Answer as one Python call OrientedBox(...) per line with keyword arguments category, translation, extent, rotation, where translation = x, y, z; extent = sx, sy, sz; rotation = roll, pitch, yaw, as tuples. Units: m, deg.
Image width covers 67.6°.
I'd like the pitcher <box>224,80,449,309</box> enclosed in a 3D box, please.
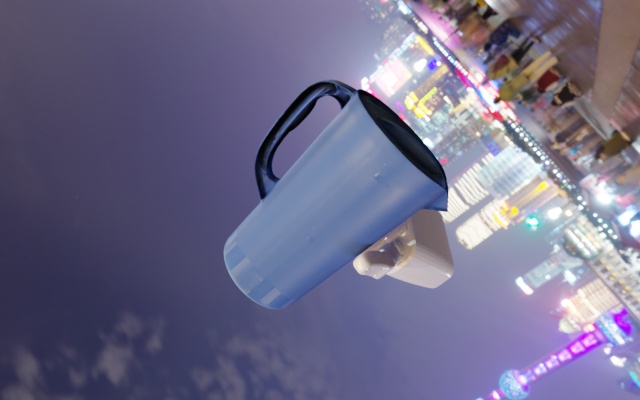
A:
OrientedBox(category="pitcher", translation=(0.000, 0.002, 0.516), extent=(0.243, 0.149, 0.145), rotation=(-43, -42, 22))
